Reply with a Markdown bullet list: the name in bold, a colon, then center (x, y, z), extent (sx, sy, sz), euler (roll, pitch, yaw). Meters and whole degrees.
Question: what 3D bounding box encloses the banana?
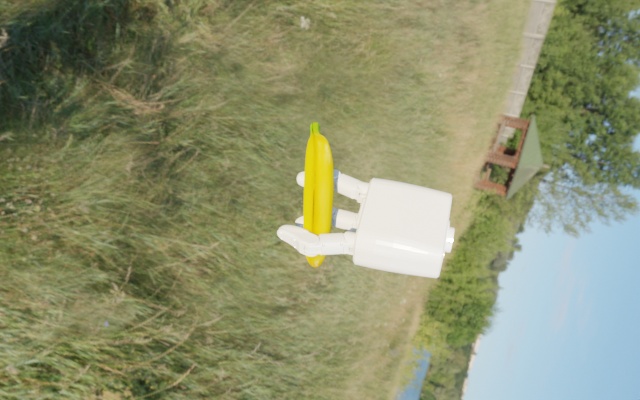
- **banana**: center (-0.002, 0.004, 0.610), extent (0.037, 0.198, 0.069), euler (4, 16, 5)
